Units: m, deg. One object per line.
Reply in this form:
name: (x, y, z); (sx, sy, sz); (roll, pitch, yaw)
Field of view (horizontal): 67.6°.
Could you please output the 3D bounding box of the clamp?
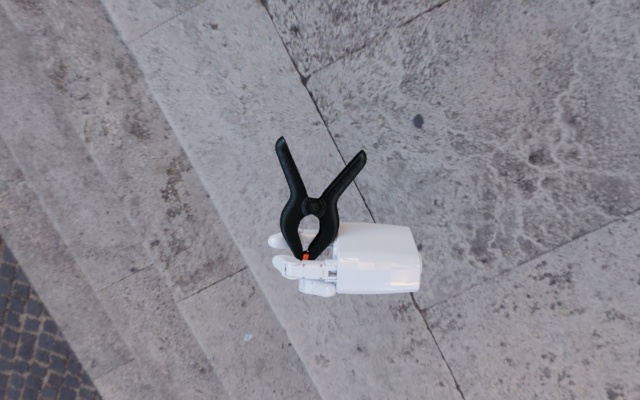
clamp: (0.000, 0.002, 0.629); (0.120, 0.171, 0.039); (1, 9, -1)
